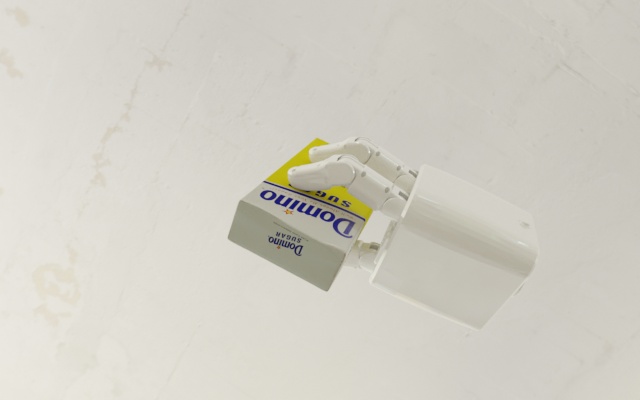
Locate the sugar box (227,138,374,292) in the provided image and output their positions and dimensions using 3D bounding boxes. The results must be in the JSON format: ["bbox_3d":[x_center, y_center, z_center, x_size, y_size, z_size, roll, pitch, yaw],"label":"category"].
[{"bbox_3d":[0.000,0.001,0.435,0.093,0.048,0.176,27,27,7],"label":"sugar box"}]
